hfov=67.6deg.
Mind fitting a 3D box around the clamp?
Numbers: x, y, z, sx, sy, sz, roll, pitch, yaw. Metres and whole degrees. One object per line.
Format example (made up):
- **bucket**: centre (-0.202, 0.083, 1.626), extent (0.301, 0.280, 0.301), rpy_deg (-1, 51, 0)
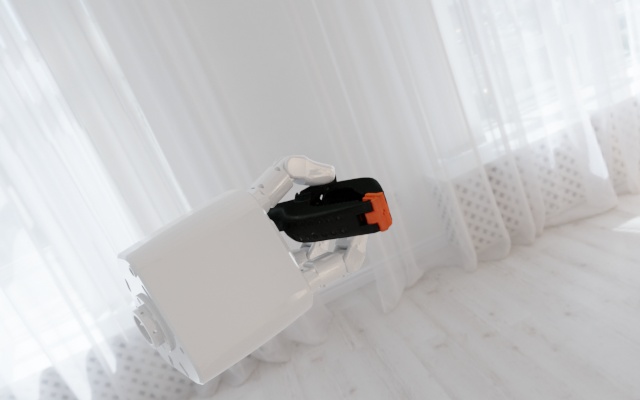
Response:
- **clamp**: centre (0.000, 0.001, 0.453), extent (0.164, 0.036, 0.210), rpy_deg (-31, 17, -34)
